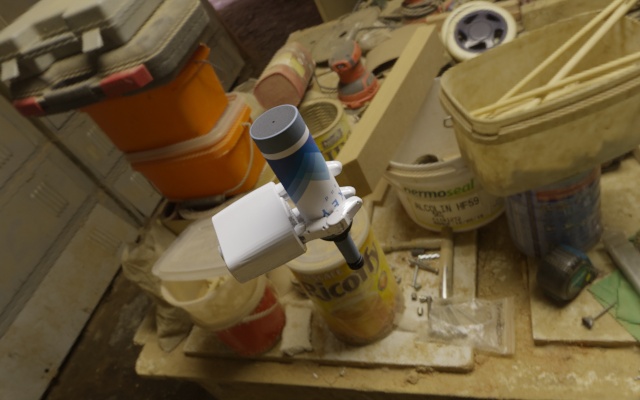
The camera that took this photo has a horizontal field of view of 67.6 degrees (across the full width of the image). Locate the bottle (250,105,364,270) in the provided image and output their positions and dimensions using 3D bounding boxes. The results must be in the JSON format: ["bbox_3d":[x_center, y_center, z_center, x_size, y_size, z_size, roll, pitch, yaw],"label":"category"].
[{"bbox_3d":[0.000,0.002,0.678,0.069,0.069,0.296,0,-42,32],"label":"bottle"}]
